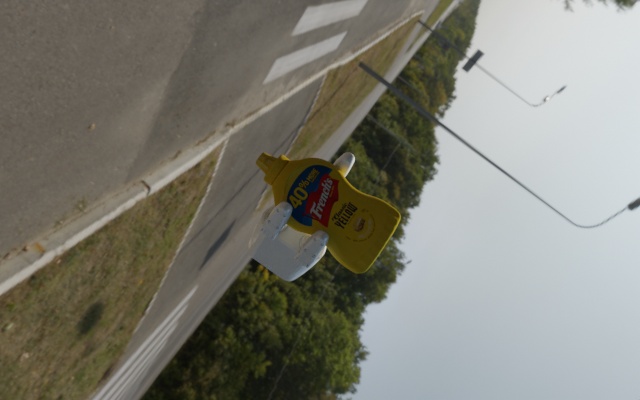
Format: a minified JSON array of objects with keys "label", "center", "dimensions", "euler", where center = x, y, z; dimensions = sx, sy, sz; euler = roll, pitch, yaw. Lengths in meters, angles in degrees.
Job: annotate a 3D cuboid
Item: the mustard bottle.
[{"label":"mustard bottle","center":[0.000,0.002,0.607],"dimensions":[0.191,0.096,0.058],"euler":[36,-11,-2]}]
